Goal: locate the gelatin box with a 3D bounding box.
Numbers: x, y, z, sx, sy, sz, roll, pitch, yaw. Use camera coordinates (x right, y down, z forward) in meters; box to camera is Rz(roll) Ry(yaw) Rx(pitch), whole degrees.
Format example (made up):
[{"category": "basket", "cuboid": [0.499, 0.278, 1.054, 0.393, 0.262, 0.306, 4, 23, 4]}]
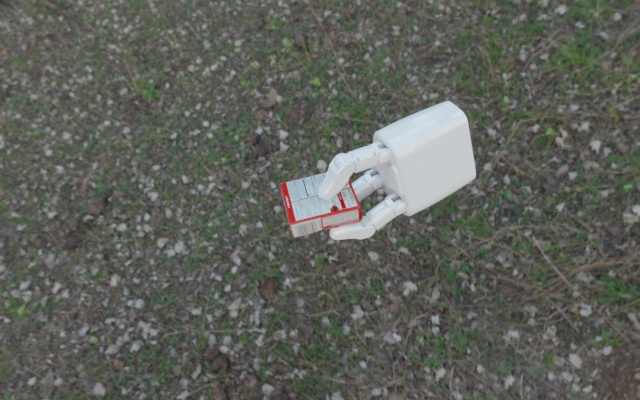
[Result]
[{"category": "gelatin box", "cuboid": [0.000, 0.002, 0.596, 0.089, 0.073, 0.030, -14, -42, -4]}]
